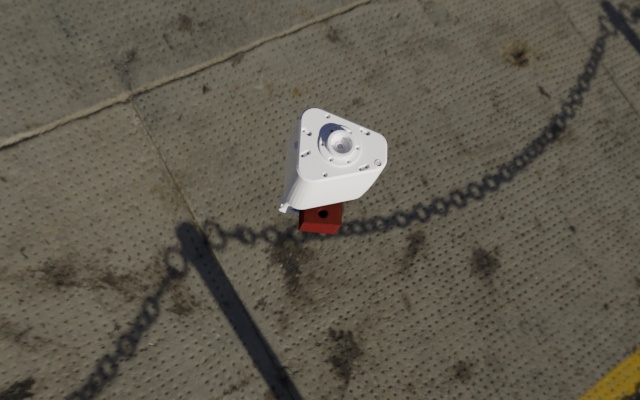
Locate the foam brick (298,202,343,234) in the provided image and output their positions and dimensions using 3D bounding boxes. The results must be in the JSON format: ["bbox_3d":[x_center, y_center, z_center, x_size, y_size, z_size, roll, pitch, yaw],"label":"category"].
[{"bbox_3d":[0.000,0.002,0.657,0.053,0.078,0.051,5,-16,-9],"label":"foam brick"}]
